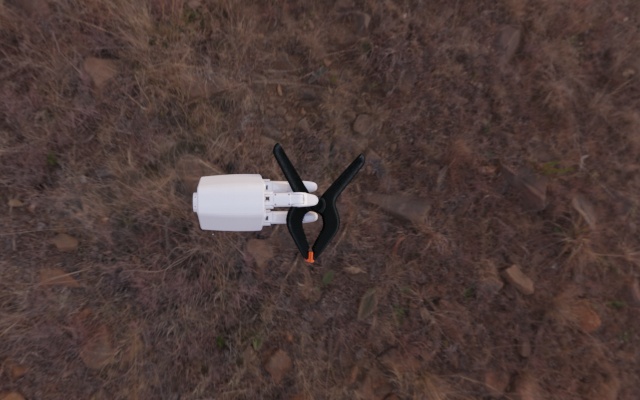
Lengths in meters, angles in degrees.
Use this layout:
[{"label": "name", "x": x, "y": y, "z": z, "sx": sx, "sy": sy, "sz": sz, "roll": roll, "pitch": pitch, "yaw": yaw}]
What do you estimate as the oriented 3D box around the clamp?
[{"label": "clamp", "x": 0.000, "y": 0.003, "z": 0.841, "sx": 0.164, "sy": 0.210, "sz": 0.036, "roll": -1, "pitch": -4, "yaw": -8}]
